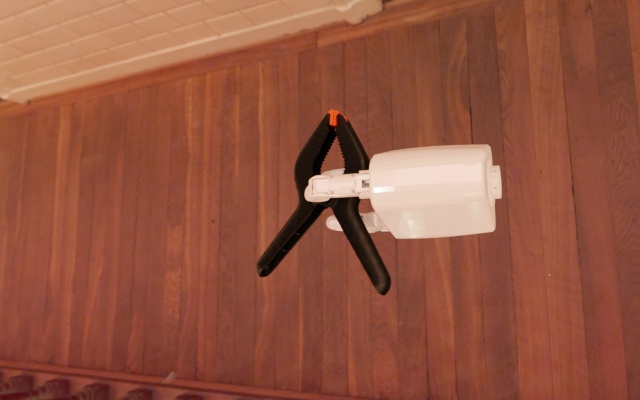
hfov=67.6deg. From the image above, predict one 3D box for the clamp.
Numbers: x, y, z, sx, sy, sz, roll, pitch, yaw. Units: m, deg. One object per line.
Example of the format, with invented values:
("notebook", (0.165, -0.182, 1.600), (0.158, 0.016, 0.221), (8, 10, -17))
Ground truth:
("clamp", (0.000, 0.001, 0.554), (0.164, 0.210, 0.036), (-4, -9, 23))
